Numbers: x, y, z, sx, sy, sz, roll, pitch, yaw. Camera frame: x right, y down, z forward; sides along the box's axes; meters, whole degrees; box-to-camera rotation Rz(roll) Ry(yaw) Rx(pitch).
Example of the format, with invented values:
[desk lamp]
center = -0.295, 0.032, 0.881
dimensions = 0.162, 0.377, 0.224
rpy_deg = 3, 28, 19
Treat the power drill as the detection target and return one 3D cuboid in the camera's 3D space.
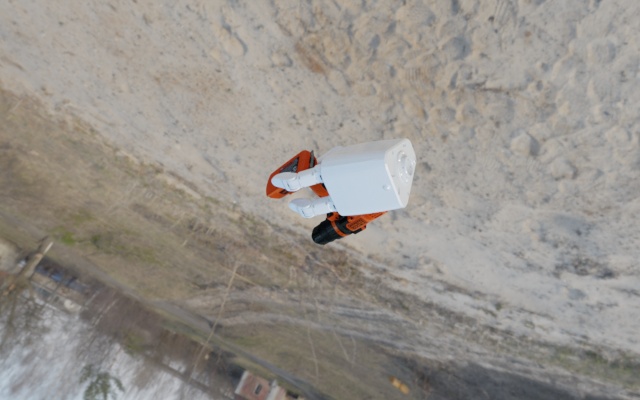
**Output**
[power drill]
center = 0.000, 0.002, 0.835
dimensions = 0.188, 0.057, 0.184
rpy_deg = 31, -46, -30
